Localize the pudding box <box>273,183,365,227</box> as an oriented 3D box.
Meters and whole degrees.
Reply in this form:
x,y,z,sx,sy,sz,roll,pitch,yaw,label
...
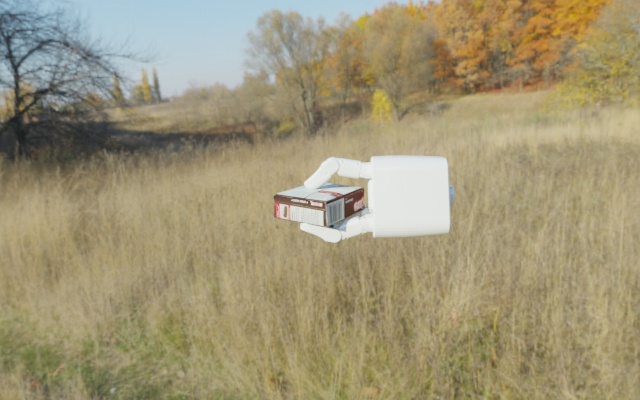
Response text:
x,y,z,sx,sy,sz,roll,pitch,yaw,label
0.000,0.002,0.691,0.090,0.039,0.113,8,14,31,pudding box
